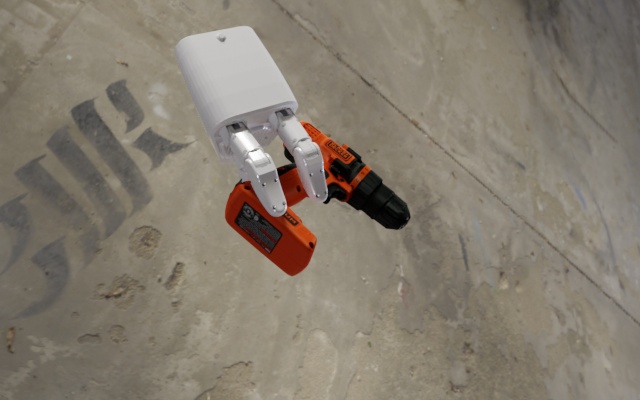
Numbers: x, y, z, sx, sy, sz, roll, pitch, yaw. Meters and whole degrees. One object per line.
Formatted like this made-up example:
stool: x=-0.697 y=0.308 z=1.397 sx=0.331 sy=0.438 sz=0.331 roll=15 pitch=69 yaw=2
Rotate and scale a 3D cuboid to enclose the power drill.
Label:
power drill: x=0.000 y=0.002 z=0.534 sx=0.184 sy=0.057 sz=0.187 roll=38 pitch=39 yaw=8
